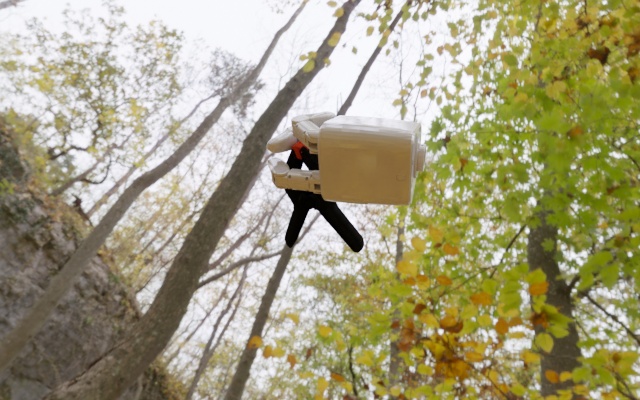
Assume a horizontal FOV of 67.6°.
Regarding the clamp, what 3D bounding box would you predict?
[{"bbox_3d":[0.000,0.002,0.644,0.120,0.172,0.039,6,35,16],"label":"clamp"}]
